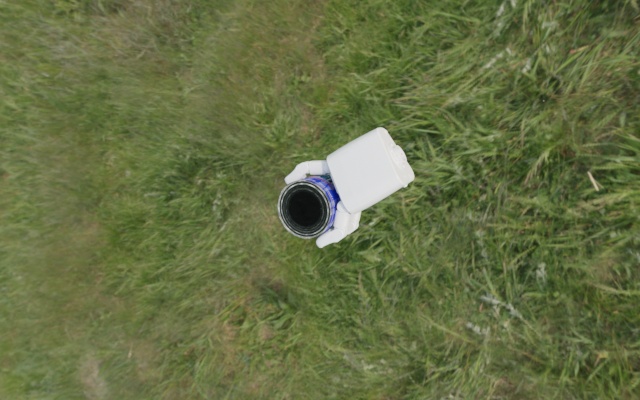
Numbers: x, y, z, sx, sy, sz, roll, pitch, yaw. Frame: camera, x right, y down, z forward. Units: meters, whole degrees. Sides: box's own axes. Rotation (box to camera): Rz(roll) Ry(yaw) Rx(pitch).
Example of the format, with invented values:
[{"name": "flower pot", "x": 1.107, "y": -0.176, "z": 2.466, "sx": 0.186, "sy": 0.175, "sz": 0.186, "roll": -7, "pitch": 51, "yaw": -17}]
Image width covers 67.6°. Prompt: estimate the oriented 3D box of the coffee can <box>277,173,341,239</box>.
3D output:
[{"name": "coffee can", "x": 0.000, "y": 0.003, "z": 0.872, "sx": 0.103, "sy": 0.103, "sz": 0.140, "roll": 0, "pitch": 11, "yaw": 25}]
